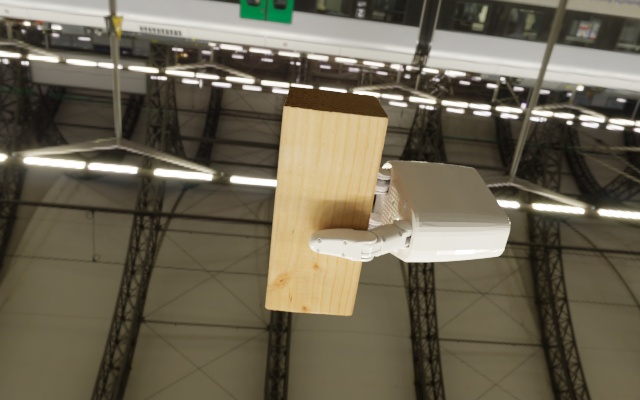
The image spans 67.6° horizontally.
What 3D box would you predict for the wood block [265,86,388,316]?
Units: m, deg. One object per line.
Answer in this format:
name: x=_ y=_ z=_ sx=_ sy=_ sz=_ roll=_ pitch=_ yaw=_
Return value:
wood block: x=0.000 y=0.002 z=0.476 sx=0.090 sy=0.206 sz=0.090 roll=6 pitch=24 yaw=-4
